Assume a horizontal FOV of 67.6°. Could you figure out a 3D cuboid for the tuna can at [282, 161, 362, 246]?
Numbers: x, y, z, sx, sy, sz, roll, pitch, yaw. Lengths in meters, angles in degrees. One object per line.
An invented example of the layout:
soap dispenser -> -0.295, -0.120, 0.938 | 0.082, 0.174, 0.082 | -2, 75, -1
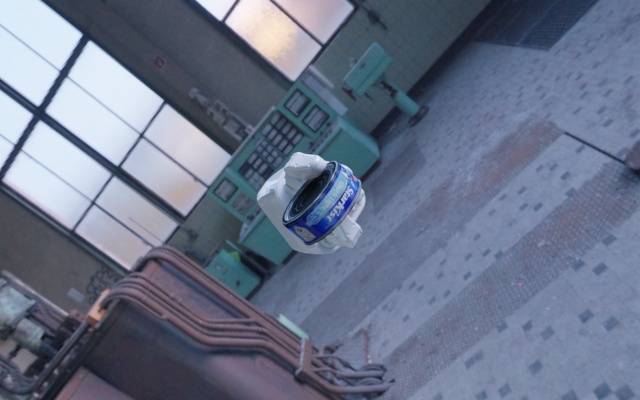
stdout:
tuna can -> 0.000, 0.001, 0.483 | 0.034, 0.086, 0.086 | 41, -13, -16
